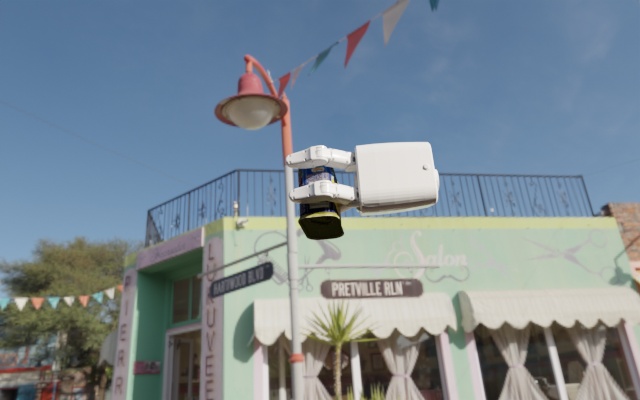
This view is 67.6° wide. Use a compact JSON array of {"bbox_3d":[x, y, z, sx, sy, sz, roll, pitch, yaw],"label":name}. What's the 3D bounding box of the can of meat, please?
[{"bbox_3d":[0.000,0.002,0.698,0.057,0.084,0.102,-6,-23,7],"label":"can of meat"}]
